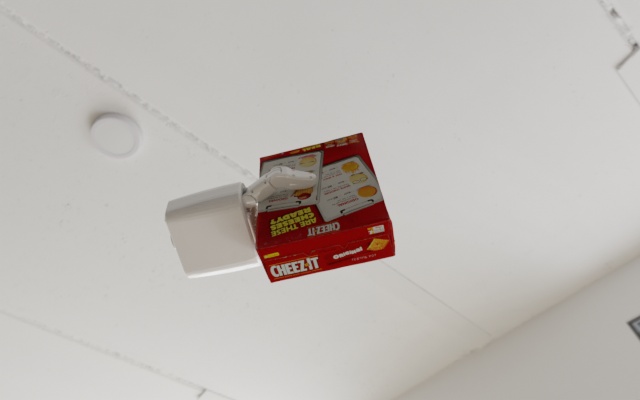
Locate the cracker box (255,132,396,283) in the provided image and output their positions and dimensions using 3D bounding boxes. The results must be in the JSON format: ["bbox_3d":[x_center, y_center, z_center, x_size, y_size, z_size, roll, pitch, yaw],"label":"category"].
[{"bbox_3d":[0.000,0.002,0.655,0.164,0.072,0.213,-13,37,4],"label":"cracker box"}]
